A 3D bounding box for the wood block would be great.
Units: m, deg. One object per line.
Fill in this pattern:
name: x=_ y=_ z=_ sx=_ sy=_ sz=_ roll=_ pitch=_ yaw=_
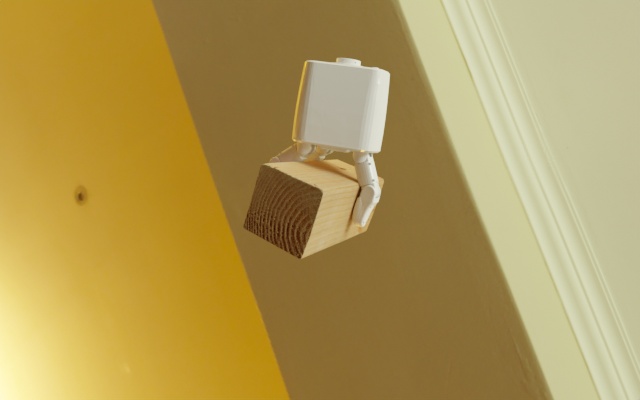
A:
wood block: x=0.001 y=0.002 z=0.651 sx=0.091 sy=0.090 sz=0.206 roll=25 pitch=17 yaw=23
